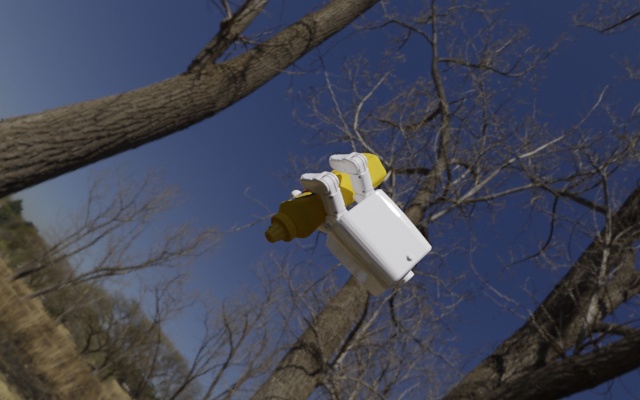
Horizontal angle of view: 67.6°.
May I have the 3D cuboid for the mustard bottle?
[{"bbox_3d":[0.000,0.002,0.670,0.191,0.058,0.096,-35,11,-31],"label":"mustard bottle"}]
